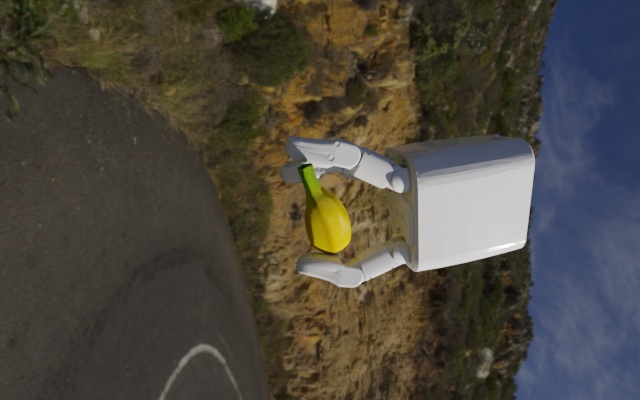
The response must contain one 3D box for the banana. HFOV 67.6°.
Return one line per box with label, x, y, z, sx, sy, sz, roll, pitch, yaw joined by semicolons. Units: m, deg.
banana;0.004;0.019;0.457;0.037;0.069;0.198;-12;-10;-4
